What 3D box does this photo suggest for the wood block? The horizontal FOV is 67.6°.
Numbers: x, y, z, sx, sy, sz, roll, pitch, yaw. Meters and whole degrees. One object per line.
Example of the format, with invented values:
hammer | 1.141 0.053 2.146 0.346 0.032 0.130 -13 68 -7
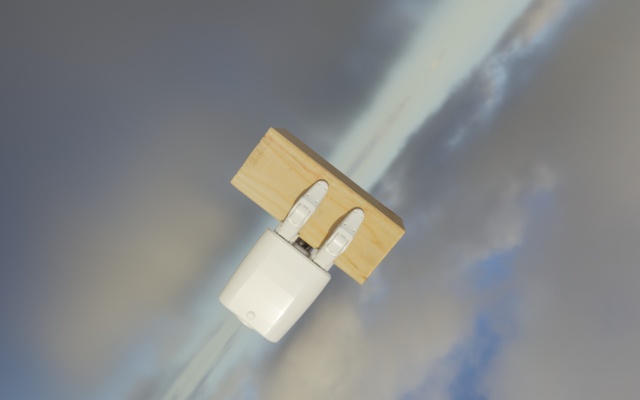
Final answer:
wood block | 0.000 0.002 0.624 0.206 0.090 0.091 38 9 1
